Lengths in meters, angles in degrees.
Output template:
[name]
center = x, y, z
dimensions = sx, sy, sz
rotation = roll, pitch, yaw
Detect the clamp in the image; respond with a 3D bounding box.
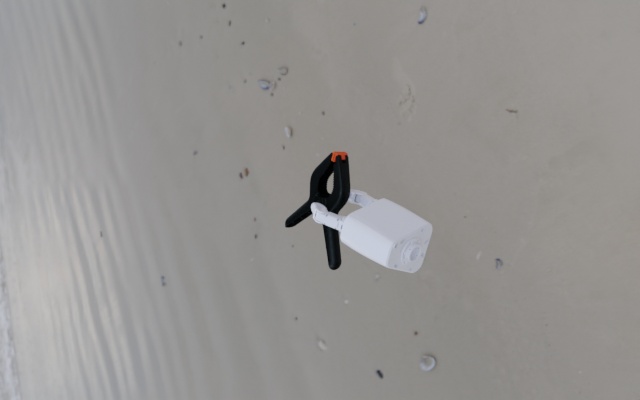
[clamp]
center = 0.000, 0.003, 0.894
dimensions = 0.036, 0.210, 0.164
rotation = -5, 25, -42
